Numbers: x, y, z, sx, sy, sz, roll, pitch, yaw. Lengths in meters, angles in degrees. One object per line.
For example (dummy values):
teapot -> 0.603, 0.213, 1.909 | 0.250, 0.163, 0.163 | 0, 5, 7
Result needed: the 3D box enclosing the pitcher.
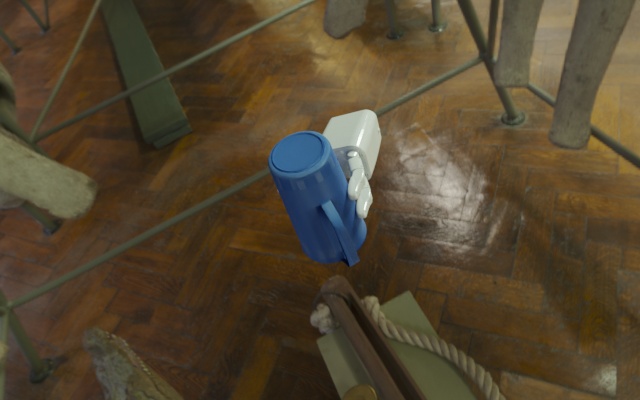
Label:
pitcher -> 0.000, 0.003, 0.848 | 0.149, 0.145, 0.243 | 7, -36, 24
